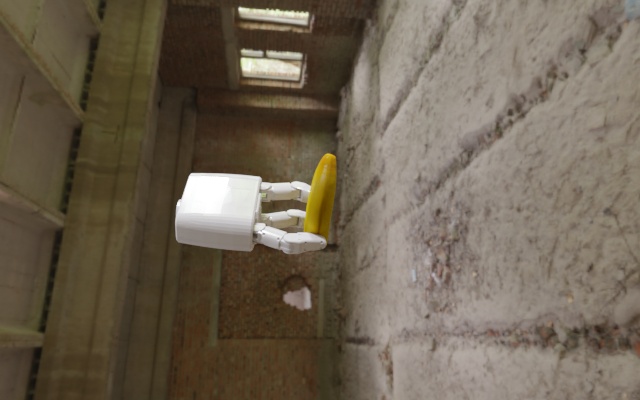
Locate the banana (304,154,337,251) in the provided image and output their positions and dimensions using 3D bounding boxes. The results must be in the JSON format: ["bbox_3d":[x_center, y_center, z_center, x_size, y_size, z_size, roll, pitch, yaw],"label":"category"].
[{"bbox_3d":[-0.002,0.019,0.679,0.037,0.069,0.198,8,-35,1],"label":"banana"}]
